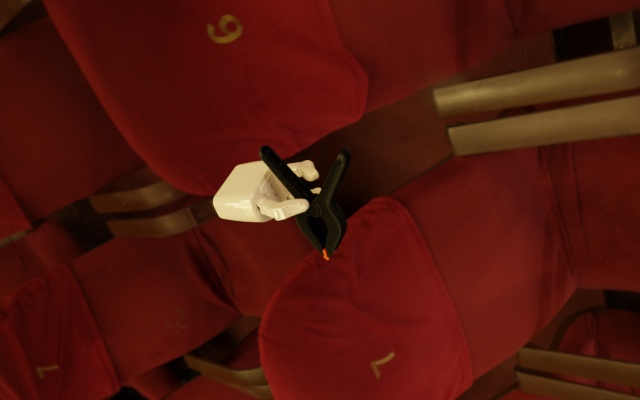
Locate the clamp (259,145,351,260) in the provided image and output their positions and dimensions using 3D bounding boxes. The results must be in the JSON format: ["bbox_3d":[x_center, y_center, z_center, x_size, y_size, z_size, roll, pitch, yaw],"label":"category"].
[{"bbox_3d":[0.000,0.003,0.756,0.164,0.210,0.036,-1,30,39],"label":"clamp"}]
